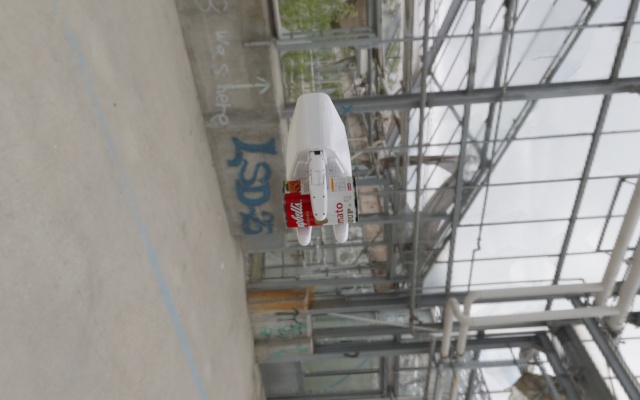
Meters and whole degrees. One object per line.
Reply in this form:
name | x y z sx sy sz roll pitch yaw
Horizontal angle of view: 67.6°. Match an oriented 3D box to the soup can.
soup can | 0.000 0.003 0.675 0.102 0.068 0.068 -4 0 1
